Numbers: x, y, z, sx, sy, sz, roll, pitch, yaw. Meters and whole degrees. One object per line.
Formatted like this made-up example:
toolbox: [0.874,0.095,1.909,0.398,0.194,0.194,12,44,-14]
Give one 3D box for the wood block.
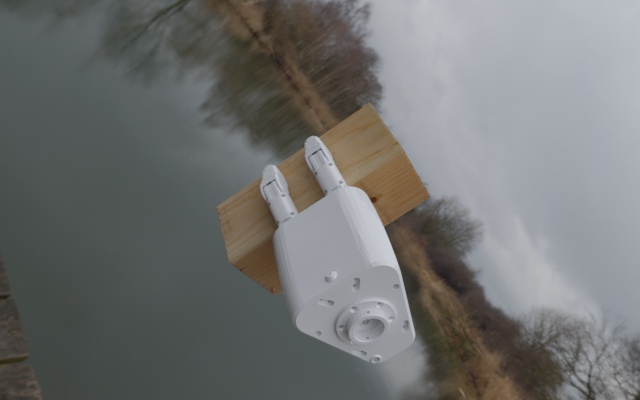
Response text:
wood block: [0.000,0.002,0.526,0.206,0.090,0.091,-33,-45,9]
